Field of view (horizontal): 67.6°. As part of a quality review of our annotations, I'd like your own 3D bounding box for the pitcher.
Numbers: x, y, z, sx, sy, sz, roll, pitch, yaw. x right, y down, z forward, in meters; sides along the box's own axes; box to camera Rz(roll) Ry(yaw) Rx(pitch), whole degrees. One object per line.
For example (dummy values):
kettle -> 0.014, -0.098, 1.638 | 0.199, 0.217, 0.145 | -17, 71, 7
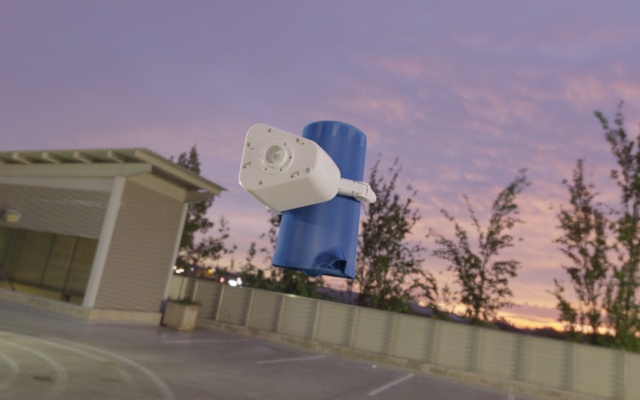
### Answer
pitcher -> 0.000, 0.003, 0.778 | 0.149, 0.242, 0.145 | 5, -12, 19
